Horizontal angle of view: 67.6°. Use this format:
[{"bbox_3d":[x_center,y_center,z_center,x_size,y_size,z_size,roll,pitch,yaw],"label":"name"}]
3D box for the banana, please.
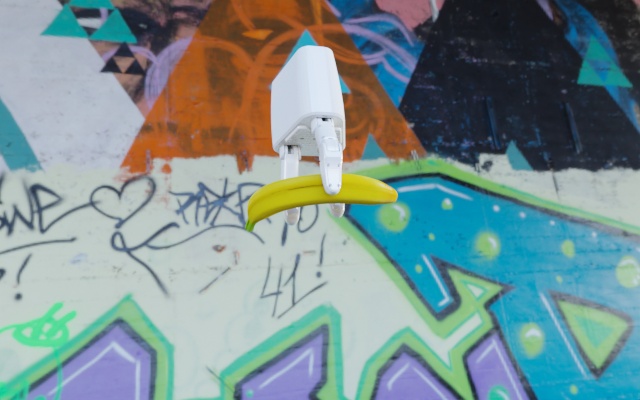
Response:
[{"bbox_3d":[-0.007,-0.005,0.579,0.198,0.037,0.070,-10,-27,8],"label":"banana"}]
